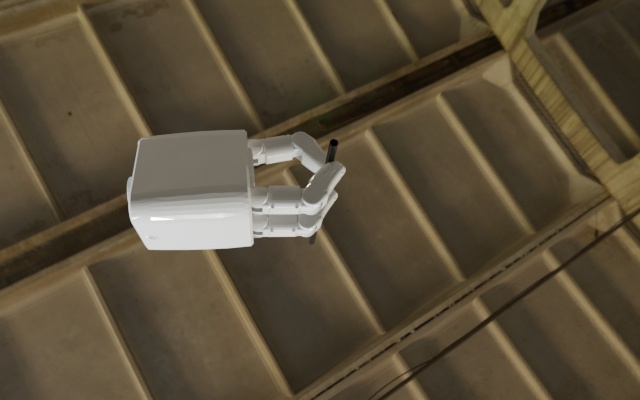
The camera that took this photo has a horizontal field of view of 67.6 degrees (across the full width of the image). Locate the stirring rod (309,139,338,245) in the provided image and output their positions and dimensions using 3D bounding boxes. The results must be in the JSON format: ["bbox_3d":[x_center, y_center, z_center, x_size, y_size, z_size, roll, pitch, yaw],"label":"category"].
[{"bbox_3d":[0.000,0.002,0.544,0.011,0.011,0.240,0,-27,-7],"label":"stirring rod"}]
